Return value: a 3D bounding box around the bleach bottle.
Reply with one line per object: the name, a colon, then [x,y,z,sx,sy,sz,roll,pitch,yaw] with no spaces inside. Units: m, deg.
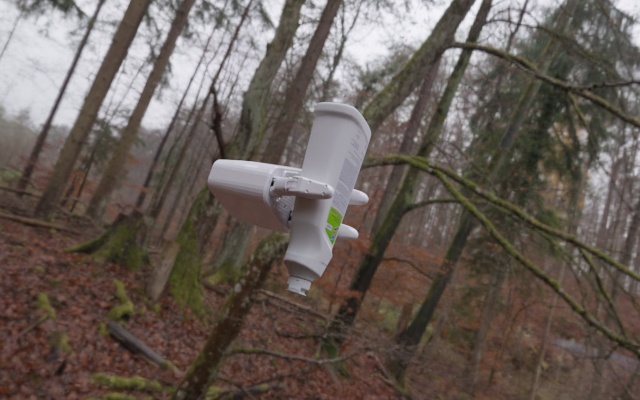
bleach bottle: [0.000,0.002,0.647,0.068,0.250,0.103,11,-13,26]
